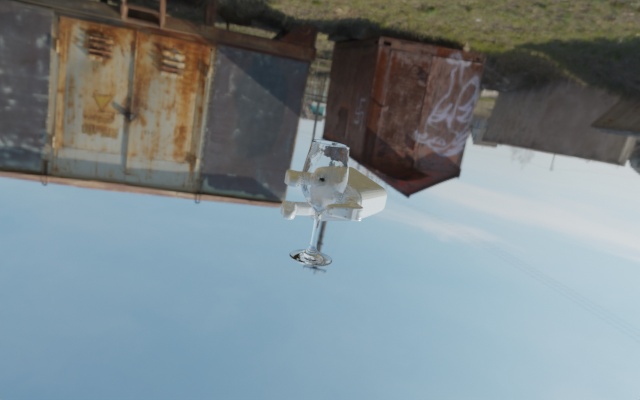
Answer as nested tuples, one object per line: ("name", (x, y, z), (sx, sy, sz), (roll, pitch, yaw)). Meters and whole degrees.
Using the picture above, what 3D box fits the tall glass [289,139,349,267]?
("tall glass", (0.000, 0.003, 0.794), (0.079, 0.201, 0.079), (9, 13, -2))
